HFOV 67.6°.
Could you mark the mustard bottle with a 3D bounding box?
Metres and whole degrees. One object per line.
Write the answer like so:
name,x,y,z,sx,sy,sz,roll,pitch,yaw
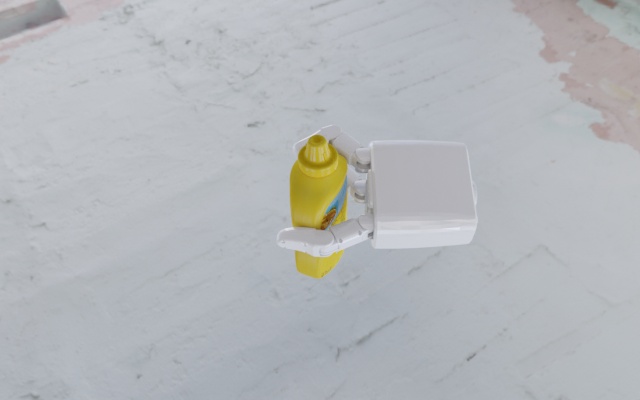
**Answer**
mustard bottle,0.000,0.002,0.537,0.058,0.096,0.192,18,-36,16
